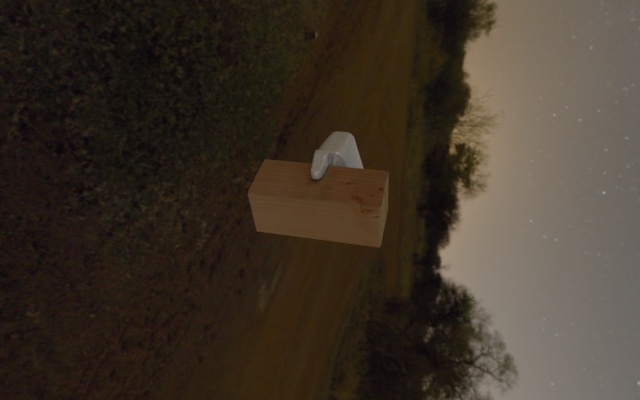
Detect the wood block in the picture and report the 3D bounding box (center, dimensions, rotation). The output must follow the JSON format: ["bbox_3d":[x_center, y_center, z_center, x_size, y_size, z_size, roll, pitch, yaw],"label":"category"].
[{"bbox_3d":[0.000,0.002,0.767,0.206,0.091,0.090,6,44,13],"label":"wood block"}]
